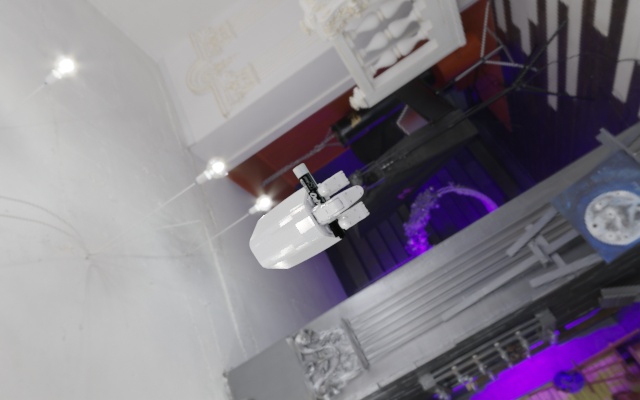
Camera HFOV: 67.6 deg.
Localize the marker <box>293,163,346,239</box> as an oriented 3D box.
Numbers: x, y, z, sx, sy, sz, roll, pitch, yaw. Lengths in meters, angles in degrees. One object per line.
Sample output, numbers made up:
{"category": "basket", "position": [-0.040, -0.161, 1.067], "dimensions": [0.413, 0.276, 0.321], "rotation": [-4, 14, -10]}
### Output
{"category": "marker", "position": [0.000, 0.002, 0.684], "dimensions": [0.020, 0.121, 0.020], "rotation": [-32, -1, -1]}
